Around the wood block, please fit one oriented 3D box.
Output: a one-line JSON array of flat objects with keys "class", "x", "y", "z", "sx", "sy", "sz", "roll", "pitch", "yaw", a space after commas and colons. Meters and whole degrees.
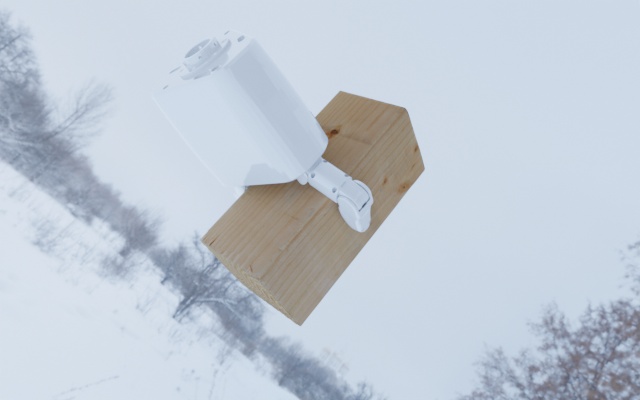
[{"class": "wood block", "x": 0.000, "y": 0.001, "z": 0.462, "sx": 0.090, "sy": 0.206, "sz": 0.090, "roll": 26, "pitch": -23, "yaw": 39}]
